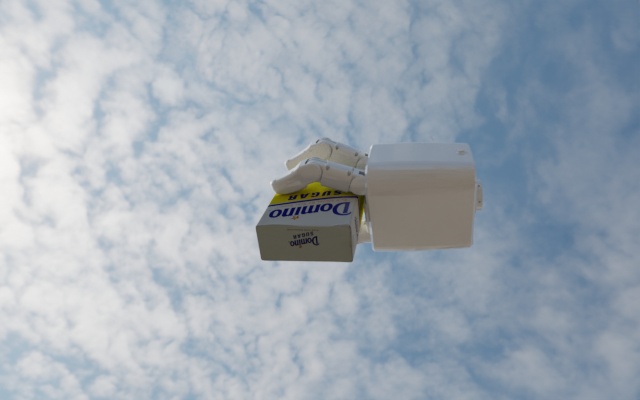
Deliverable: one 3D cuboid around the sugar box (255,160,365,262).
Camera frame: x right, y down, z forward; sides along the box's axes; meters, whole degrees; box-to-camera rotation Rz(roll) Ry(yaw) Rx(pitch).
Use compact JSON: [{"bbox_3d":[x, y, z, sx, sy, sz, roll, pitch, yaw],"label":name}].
[{"bbox_3d":[0.000,0.001,0.519,0.093,0.048,0.176,-1,24,11],"label":"sugar box"}]
